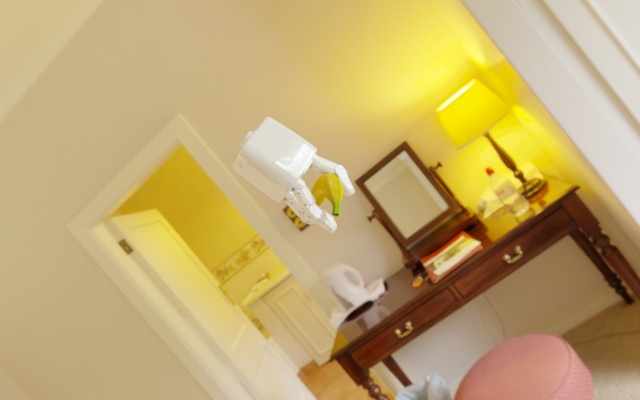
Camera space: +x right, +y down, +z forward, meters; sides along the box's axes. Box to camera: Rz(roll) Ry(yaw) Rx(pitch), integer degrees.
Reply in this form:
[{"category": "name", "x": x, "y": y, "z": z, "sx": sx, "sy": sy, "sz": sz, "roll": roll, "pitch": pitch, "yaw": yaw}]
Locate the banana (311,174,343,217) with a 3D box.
[{"category": "banana", "x": 0.007, "y": -0.015, "z": 0.862, "sx": 0.037, "sy": 0.069, "sz": 0.198, "roll": 19, "pitch": -1, "yaw": -11}]
